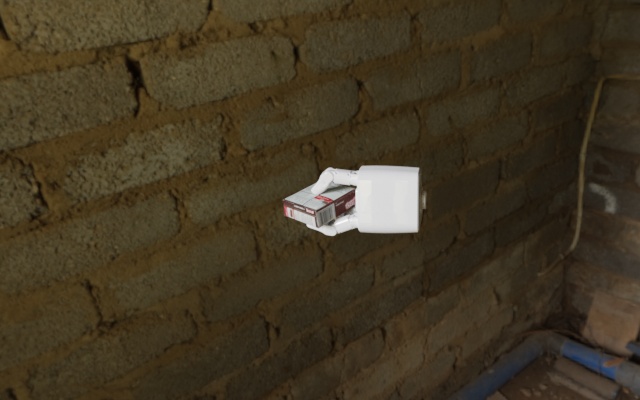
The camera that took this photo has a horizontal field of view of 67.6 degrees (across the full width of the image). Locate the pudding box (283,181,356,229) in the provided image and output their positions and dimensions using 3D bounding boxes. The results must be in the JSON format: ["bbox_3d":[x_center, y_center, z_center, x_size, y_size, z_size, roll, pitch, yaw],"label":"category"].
[{"bbox_3d":[0.000,0.003,0.892,0.090,0.039,0.113,17,33,41],"label":"pudding box"}]
